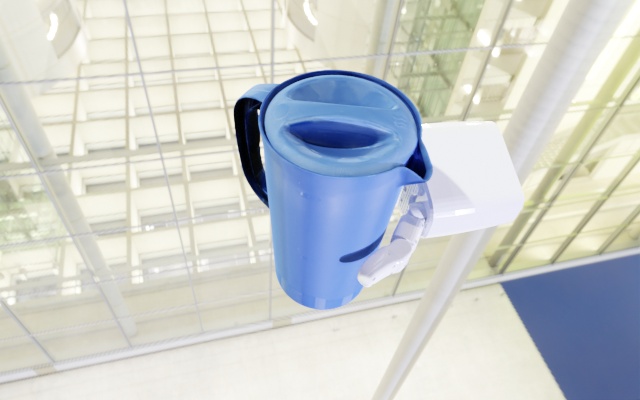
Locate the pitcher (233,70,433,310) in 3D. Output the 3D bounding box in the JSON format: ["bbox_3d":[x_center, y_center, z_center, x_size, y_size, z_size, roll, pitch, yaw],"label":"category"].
[{"bbox_3d":[0.000,0.002,0.475,0.145,0.149,0.243,-9,-38,-13],"label":"pitcher"}]
